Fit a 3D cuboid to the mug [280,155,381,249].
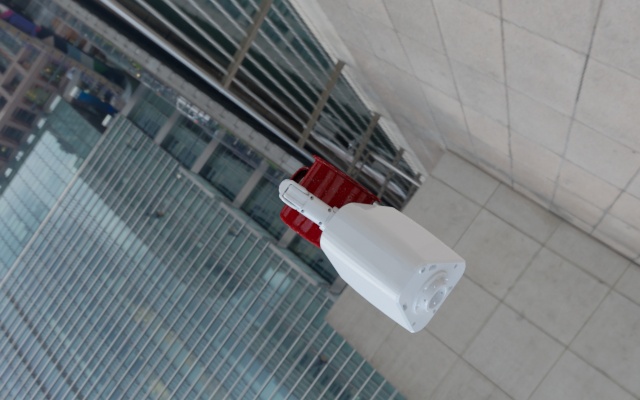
[{"bbox_3d":[-0.001,0.001,0.553,0.117,0.081,0.093,36,2,38],"label":"mug"}]
